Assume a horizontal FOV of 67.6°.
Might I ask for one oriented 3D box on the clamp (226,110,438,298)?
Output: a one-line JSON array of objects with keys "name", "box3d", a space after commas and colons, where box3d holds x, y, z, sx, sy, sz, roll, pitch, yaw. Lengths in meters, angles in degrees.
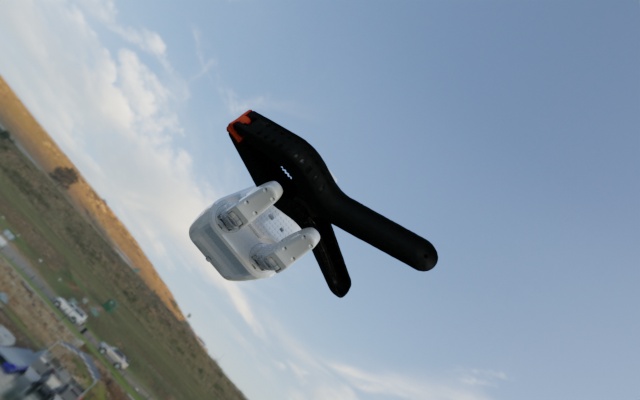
[{"name": "clamp", "box3d": [0.000, 0.001, 0.431, 0.036, 0.210, 0.164, -44, 10, -32]}]
